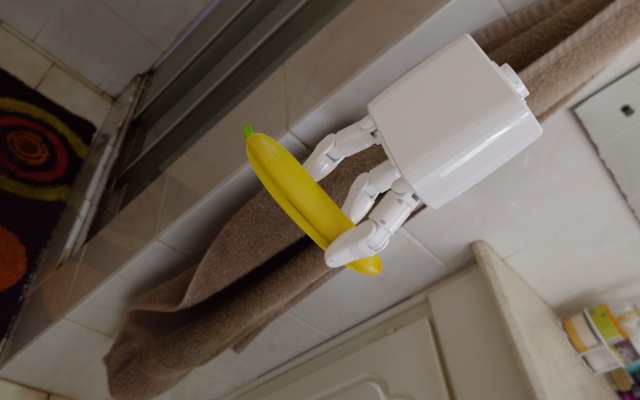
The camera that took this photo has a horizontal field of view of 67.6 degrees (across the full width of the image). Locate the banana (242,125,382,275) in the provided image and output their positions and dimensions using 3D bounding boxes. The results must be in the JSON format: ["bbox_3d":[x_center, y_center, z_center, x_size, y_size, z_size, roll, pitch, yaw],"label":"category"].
[{"bbox_3d":[-0.005,0.005,0.444,0.037,0.198,0.069,-38,8,18],"label":"banana"}]
